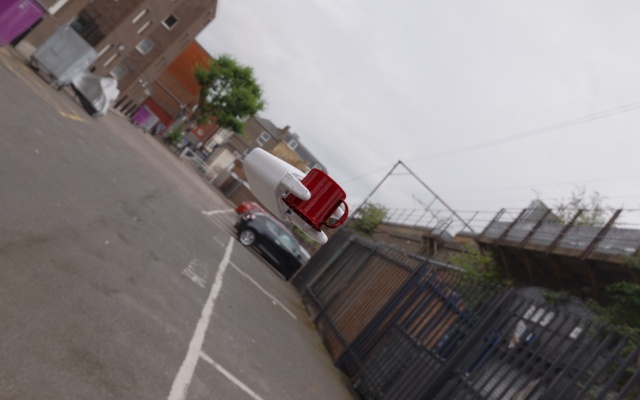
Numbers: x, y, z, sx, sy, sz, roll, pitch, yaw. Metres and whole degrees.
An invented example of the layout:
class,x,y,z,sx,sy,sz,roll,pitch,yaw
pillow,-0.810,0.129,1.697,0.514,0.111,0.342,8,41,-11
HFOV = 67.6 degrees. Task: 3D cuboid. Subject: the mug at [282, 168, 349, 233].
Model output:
class,x,y,z,sx,sy,sz,roll,pitch,yaw
mug,0.001,0.003,0.844,0.117,0.081,0.093,36,-9,31
